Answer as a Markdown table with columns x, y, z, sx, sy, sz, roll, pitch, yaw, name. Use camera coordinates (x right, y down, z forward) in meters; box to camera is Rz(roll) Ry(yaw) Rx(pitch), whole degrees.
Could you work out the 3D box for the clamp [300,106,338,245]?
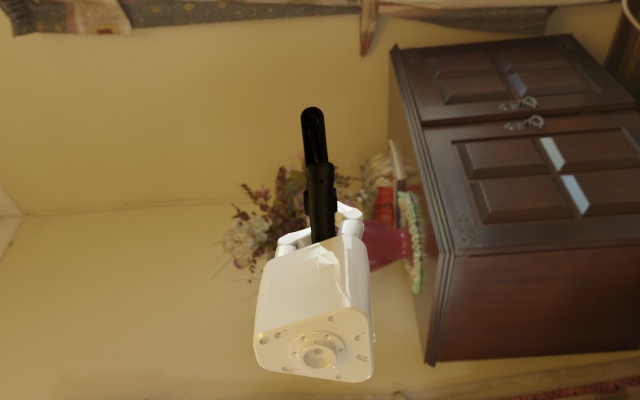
| x | y | z | sx | sy | sz | roll | pitch | yaw | name |
| --- | --- | --- | --- | --- | --- | --- | --- | --- | --- |
| -0.001 | 0.002 | 0.492 | 0.039 | 0.172 | 0.120 | -5 | 29 | 4 | clamp |
